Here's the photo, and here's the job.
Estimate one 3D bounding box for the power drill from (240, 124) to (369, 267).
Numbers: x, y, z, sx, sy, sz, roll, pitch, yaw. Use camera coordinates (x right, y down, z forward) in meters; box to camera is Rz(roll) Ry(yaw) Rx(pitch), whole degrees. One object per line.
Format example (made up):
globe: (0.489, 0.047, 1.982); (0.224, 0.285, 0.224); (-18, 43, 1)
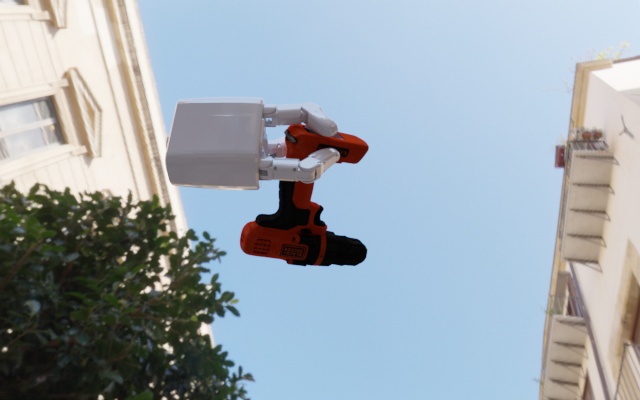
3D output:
power drill: (0.000, 0.002, 0.635); (0.184, 0.188, 0.057); (9, 19, -23)
